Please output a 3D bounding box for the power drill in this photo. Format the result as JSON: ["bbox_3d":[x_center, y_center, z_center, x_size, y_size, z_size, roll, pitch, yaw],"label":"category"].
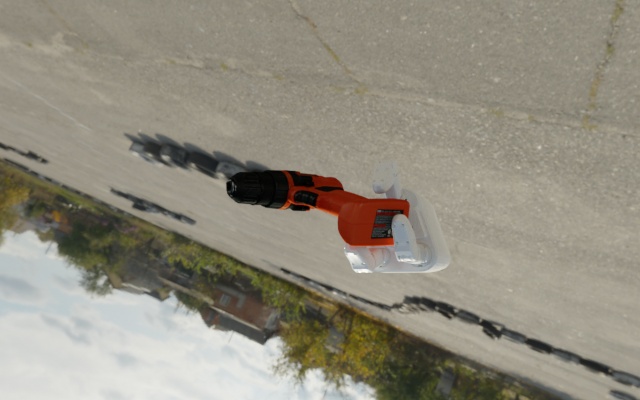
[{"bbox_3d":[0.001,0.002,0.594,0.184,0.057,0.187,0,16,-42],"label":"power drill"}]
